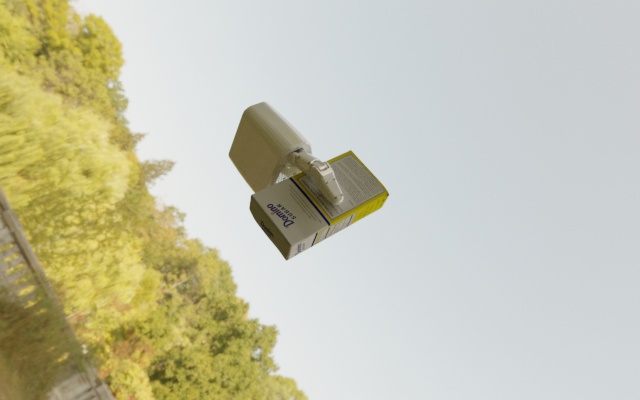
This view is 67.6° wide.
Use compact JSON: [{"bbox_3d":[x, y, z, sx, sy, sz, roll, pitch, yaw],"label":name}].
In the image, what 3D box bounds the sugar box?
[{"bbox_3d":[0.000,0.002,0.655,0.176,0.093,0.048,-27,-26,-28],"label":"sugar box"}]
